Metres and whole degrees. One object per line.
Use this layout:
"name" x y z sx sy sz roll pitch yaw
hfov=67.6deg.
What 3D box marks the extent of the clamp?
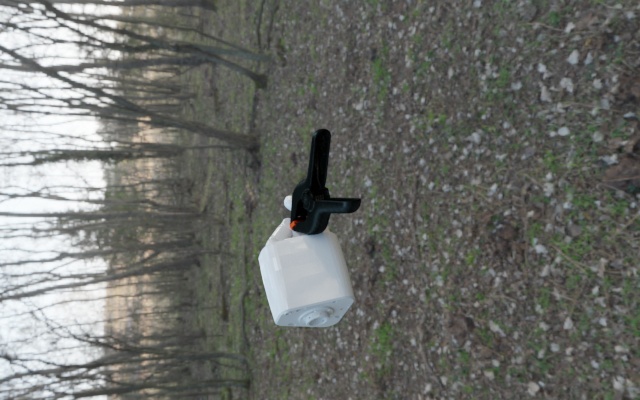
"clamp" -0.001 0.002 0.645 0.039 0.120 0.172 -6 -37 -23
